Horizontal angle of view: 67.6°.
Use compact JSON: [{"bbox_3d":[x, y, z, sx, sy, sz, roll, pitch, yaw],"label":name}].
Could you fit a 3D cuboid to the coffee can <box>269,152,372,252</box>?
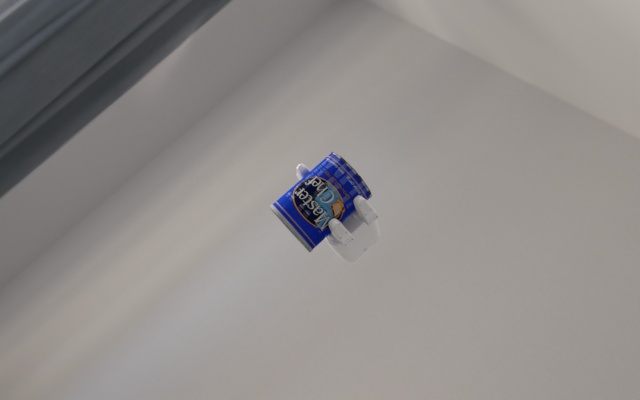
[{"bbox_3d":[0.000,0.003,0.798,0.140,0.103,0.103,-42,5,-6],"label":"coffee can"}]
